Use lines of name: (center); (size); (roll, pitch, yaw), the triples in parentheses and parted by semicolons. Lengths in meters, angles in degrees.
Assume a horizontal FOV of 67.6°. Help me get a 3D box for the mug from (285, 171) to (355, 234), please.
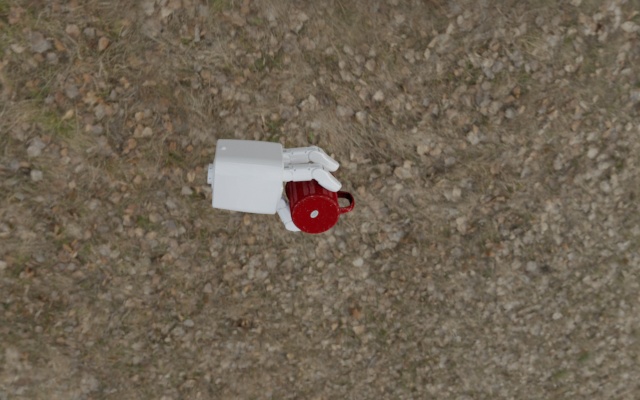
mug: (0.002, 0.003, 0.806); (0.117, 0.093, 0.081); (4, 34, -9)
